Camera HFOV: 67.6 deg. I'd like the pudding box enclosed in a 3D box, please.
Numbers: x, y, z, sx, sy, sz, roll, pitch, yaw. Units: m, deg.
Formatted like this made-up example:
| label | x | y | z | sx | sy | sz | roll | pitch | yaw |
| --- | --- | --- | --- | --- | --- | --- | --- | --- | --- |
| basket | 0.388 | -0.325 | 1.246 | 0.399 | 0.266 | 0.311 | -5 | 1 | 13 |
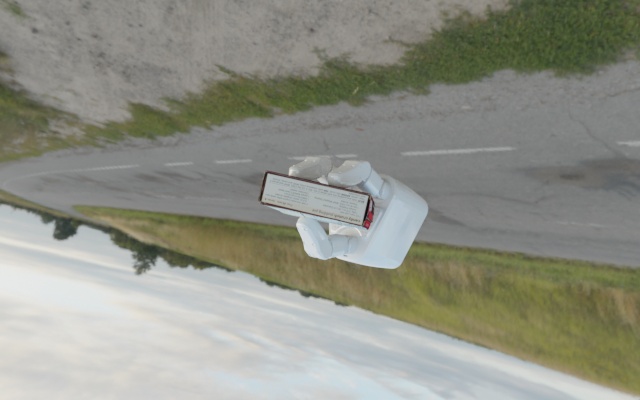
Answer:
| label | x | y | z | sx | sy | sz | roll | pitch | yaw |
| --- | --- | --- | --- | --- | --- | --- | --- | --- | --- |
| pudding box | 0.000 | 0.002 | 0.512 | 0.113 | 0.039 | 0.090 | 11 | -5 | 9 |
